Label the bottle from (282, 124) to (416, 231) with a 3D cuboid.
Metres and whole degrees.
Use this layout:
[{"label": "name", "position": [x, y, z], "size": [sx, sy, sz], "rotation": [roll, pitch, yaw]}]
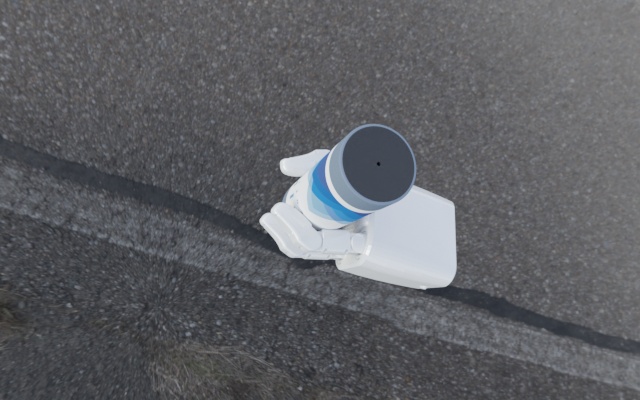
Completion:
[{"label": "bottle", "position": [0.000, 0.002, 0.509], "size": [0.069, 0.069, 0.296], "rotation": [0, -12, -19]}]
